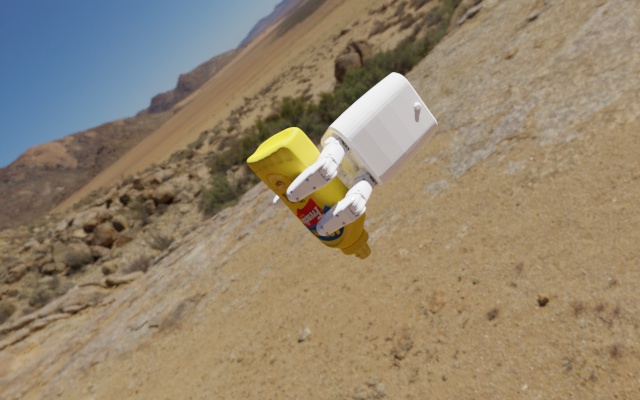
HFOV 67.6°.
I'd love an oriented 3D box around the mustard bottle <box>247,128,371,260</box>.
[{"bbox_3d":[0.000,0.002,0.589,0.096,0.192,0.058,-15,32,52],"label":"mustard bottle"}]
